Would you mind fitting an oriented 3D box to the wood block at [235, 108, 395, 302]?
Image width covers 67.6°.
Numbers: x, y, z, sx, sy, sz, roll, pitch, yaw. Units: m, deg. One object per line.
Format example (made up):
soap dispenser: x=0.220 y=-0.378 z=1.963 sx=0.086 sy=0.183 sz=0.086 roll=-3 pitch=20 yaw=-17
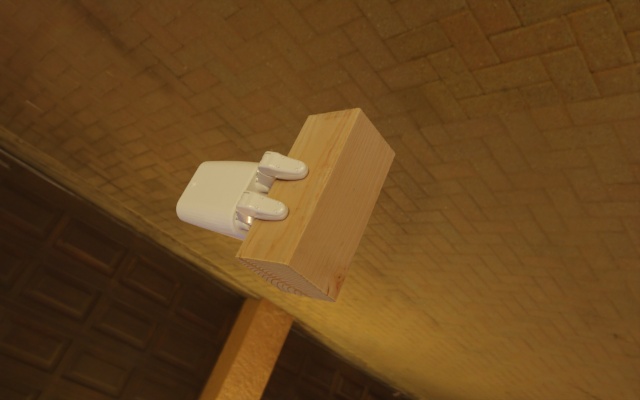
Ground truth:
wood block: x=0.000 y=0.002 z=0.565 sx=0.090 sy=0.206 sz=0.091 roll=1 pitch=-33 yaw=43
